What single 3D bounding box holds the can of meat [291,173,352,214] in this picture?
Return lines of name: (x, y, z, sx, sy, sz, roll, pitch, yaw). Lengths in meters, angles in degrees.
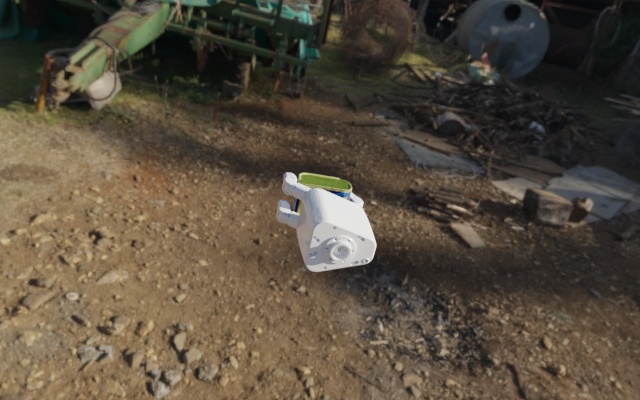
can of meat: (0.000, 0.002, 0.853, 0.102, 0.084, 0.057, 8, 26, -9)
